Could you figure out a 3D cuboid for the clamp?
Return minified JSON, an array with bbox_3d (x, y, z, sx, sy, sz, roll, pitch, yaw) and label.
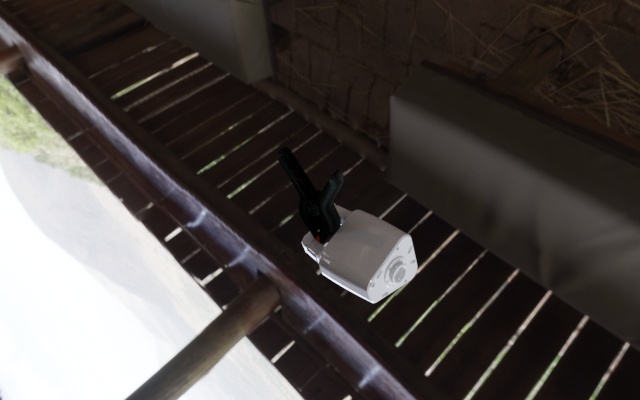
[{"bbox_3d":[0.000,0.003,0.727,0.039,0.172,0.120,-39,39,-24],"label":"clamp"}]
